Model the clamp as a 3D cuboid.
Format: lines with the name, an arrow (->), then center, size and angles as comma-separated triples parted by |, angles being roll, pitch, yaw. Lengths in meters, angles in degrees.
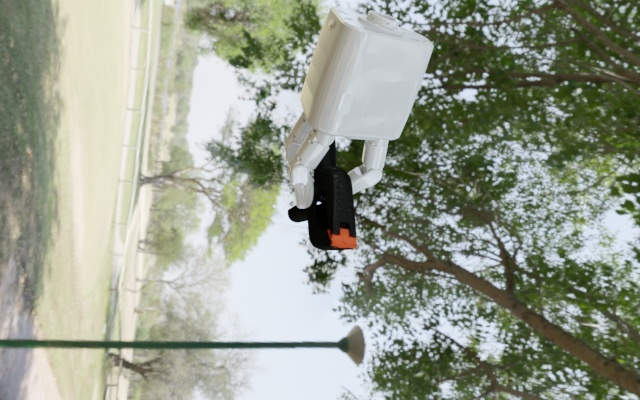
clamp -> 0.001, 0.002, 0.563 | 0.036, 0.165, 0.209 | 8, 32, -17
